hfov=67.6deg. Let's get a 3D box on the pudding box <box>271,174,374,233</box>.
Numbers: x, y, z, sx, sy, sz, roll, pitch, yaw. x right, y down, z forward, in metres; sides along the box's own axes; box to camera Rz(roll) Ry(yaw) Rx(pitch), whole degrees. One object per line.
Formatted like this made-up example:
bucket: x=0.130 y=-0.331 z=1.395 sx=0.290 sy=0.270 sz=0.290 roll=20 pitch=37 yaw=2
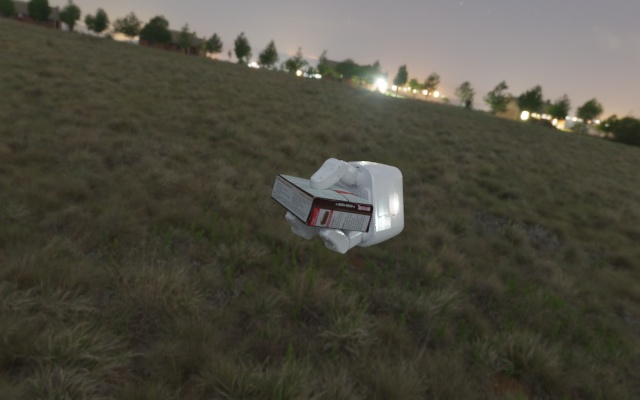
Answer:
pudding box: x=0.000 y=0.002 z=0.602 sx=0.090 sy=0.039 sz=0.113 roll=7 pitch=12 yaw=-30
